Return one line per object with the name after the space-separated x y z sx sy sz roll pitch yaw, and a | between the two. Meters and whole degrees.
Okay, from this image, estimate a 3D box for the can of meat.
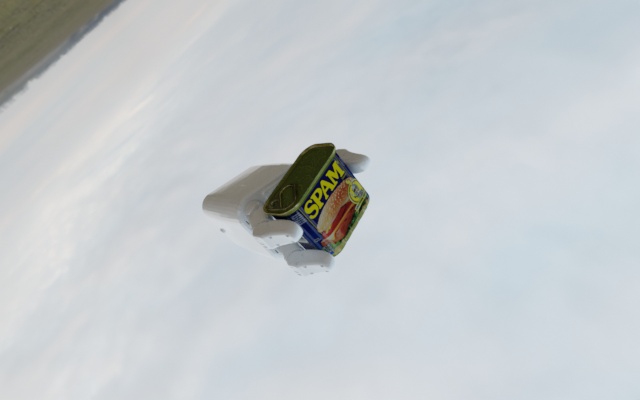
0.000 0.002 0.528 0.057 0.102 0.084 2 -39 49 | can of meat
